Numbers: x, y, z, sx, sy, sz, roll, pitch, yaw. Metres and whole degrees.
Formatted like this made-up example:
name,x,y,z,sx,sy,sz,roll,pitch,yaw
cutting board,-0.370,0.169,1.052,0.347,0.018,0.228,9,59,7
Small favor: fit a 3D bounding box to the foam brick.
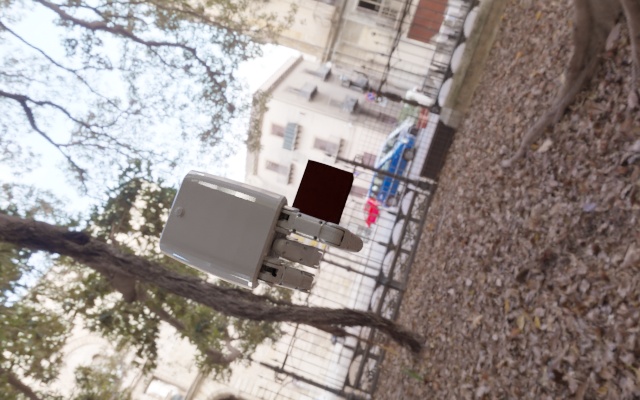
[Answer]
name,x,y,z,sx,sy,sz,roll,pitch,yaw
foam brick,0.000,0.001,0.516,0.051,0.078,0.053,18,-6,6
